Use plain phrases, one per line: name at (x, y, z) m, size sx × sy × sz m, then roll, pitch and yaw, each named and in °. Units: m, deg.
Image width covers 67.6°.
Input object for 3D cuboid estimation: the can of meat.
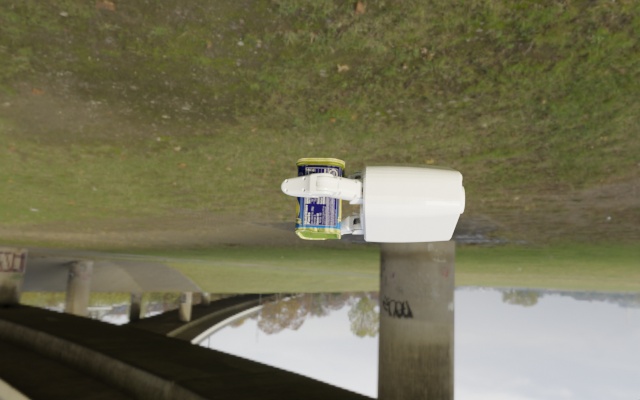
can of meat at (0.000, 0.002, 0.574) m, size 0.057 × 0.084 × 0.102 m, roll 1°, pitch -9°, yaw 4°
